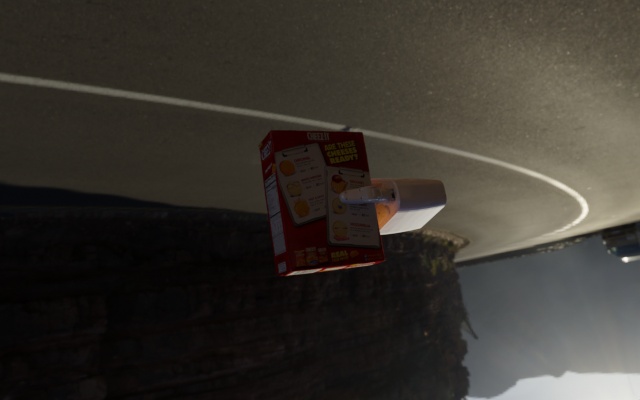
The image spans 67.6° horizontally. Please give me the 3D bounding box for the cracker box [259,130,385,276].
[{"bbox_3d":[0.000,0.003,0.747,0.164,0.213,0.072,-3,-13,-28],"label":"cracker box"}]
